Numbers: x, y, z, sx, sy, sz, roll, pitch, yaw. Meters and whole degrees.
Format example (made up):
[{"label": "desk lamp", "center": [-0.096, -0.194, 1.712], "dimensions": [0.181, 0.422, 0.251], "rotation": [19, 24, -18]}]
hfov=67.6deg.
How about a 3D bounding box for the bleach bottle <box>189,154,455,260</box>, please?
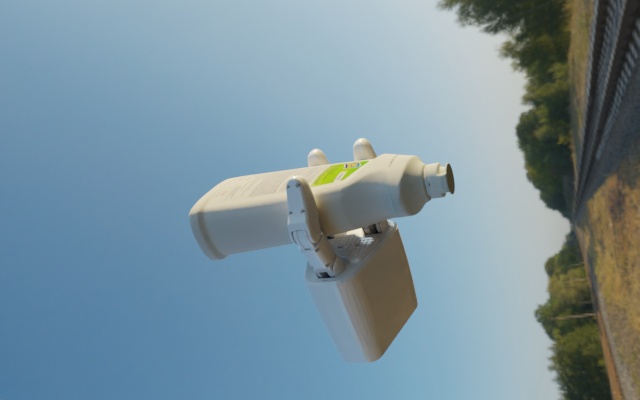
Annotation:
[{"label": "bleach bottle", "center": [0.000, 0.001, 0.465], "dimensions": [0.251, 0.068, 0.102], "rotation": [-8, 25, 28]}]
